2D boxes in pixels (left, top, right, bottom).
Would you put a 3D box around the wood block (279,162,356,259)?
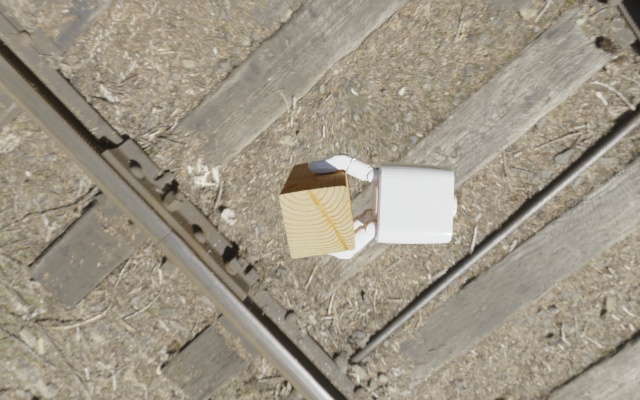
[{"bbox_3d":[0.000,0.002,0.716,0.090,0.091,0.206,-8,14,4],"label":"wood block"}]
